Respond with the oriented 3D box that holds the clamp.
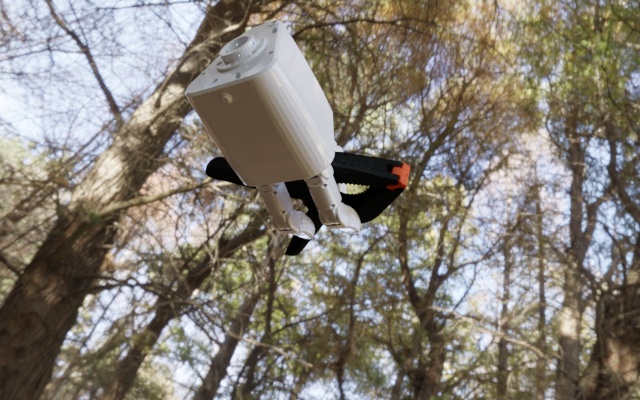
[{"bbox_3d":[0.001,0.001,0.513,0.210,0.036,0.165,-7,-44,29],"label":"clamp"}]
